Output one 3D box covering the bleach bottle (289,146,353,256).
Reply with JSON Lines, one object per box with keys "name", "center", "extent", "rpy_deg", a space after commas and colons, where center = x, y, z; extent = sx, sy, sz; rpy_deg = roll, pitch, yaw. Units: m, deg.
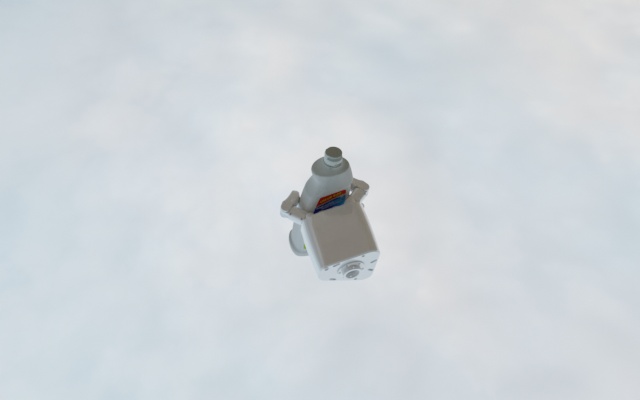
{"name": "bleach bottle", "center": [0.000, 0.003, 0.877], "extent": [0.102, 0.068, 0.251], "rpy_deg": [-8, -39, -15]}
